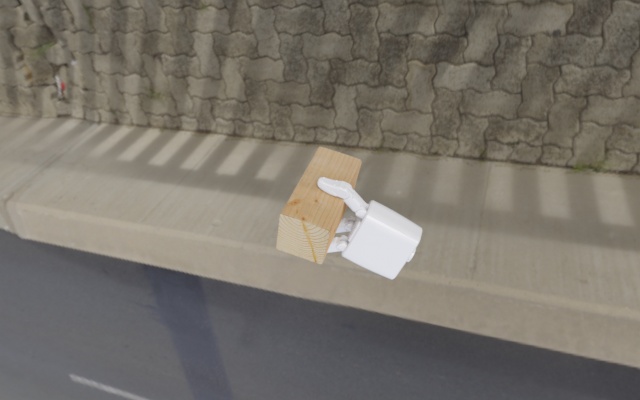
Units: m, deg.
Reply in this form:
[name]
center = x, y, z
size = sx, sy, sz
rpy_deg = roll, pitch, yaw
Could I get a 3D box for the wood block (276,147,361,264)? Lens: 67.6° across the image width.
[wood block]
center = 0.001, 0.003, 0.880
size = 0.090, 0.091, 0.206
rpy_deg = 19, 43, 7
